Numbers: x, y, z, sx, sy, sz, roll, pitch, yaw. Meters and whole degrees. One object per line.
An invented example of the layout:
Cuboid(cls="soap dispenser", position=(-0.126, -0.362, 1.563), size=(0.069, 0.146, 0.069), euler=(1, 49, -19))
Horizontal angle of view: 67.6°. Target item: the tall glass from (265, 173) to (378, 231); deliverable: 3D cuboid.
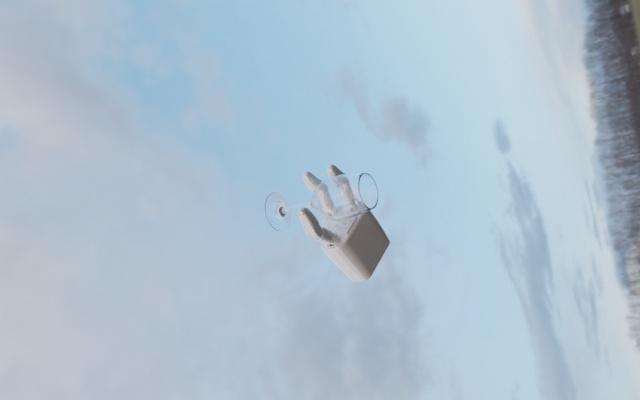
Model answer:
Cuboid(cls="tall glass", position=(-0.001, 0.003, 0.839), size=(0.201, 0.079, 0.079), euler=(-13, -8, 36))
